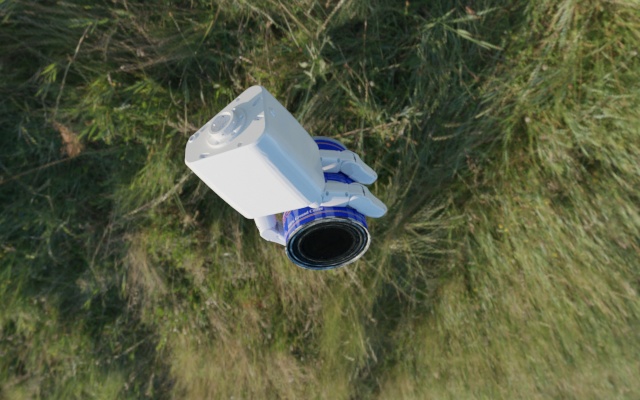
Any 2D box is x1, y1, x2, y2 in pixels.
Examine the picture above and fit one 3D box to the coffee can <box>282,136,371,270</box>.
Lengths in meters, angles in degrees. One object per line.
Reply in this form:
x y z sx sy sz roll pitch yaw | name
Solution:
0.000 0.002 0.608 0.103 0.140 0.103 -6 -41 -5 | coffee can
